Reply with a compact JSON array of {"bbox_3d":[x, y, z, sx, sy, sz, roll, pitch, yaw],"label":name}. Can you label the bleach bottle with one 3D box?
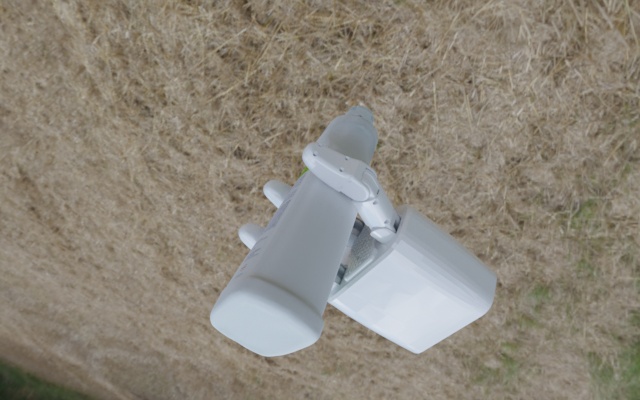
[{"bbox_3d":[0.000,0.001,0.408,0.068,0.250,0.103,35,-37,-11],"label":"bleach bottle"}]
